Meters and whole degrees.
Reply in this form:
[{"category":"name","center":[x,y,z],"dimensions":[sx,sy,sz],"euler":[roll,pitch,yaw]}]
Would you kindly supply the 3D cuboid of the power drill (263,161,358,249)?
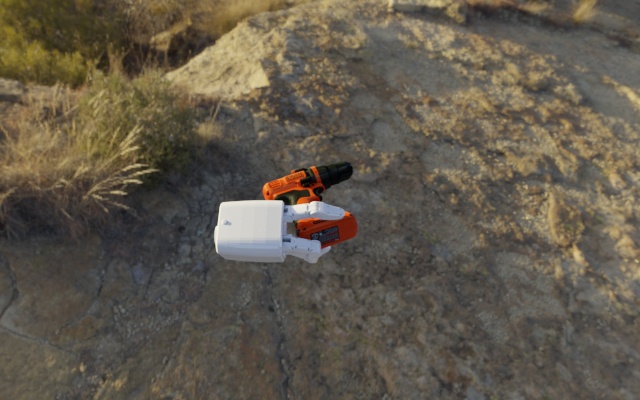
[{"category":"power drill","center":[0.000,0.003,0.887],"dimensions":[0.184,0.057,0.187],"euler":[-20,39,-9]}]
